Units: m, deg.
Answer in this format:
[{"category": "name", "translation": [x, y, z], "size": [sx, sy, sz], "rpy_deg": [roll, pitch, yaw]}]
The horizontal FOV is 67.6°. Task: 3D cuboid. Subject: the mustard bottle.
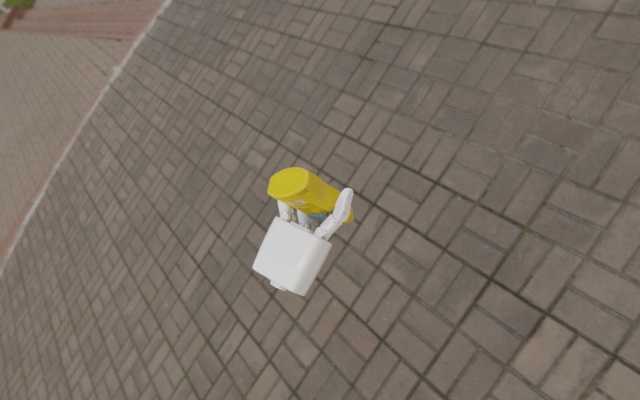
[{"category": "mustard bottle", "translation": [0.000, 0.002, 0.880], "size": [0.096, 0.058, 0.192], "rpy_deg": [-9, -27, 39]}]
